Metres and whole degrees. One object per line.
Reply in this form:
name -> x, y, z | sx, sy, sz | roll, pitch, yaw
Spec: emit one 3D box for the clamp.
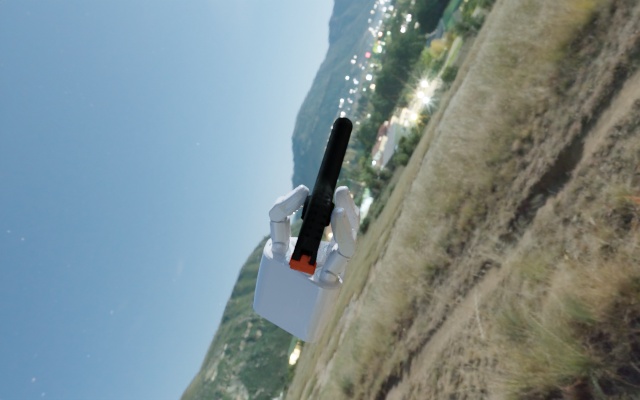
clamp -> -0.001, 0.002, 0.571 | 0.036, 0.165, 0.210 | 16, 30, 1
